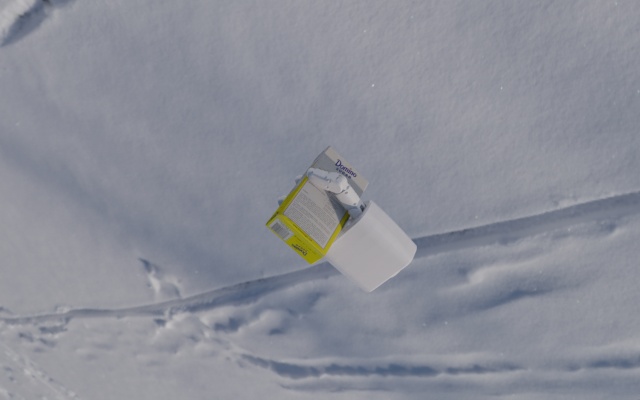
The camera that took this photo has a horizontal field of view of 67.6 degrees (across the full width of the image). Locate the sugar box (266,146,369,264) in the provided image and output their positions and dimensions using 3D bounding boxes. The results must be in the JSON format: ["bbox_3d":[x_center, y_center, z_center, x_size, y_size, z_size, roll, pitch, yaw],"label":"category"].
[{"bbox_3d":[0.000,0.003,0.734,0.048,0.093,0.176,-38,12,45],"label":"sugar box"}]
